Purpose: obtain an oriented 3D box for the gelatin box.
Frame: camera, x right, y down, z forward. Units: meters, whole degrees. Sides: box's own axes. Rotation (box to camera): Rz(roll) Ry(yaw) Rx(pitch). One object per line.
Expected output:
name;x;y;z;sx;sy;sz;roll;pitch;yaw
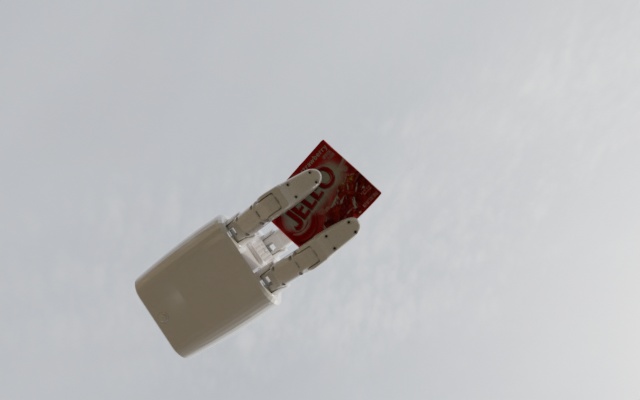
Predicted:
gelatin box;0.000;0.001;0.441;0.073;0.089;0.030;43;2;3
